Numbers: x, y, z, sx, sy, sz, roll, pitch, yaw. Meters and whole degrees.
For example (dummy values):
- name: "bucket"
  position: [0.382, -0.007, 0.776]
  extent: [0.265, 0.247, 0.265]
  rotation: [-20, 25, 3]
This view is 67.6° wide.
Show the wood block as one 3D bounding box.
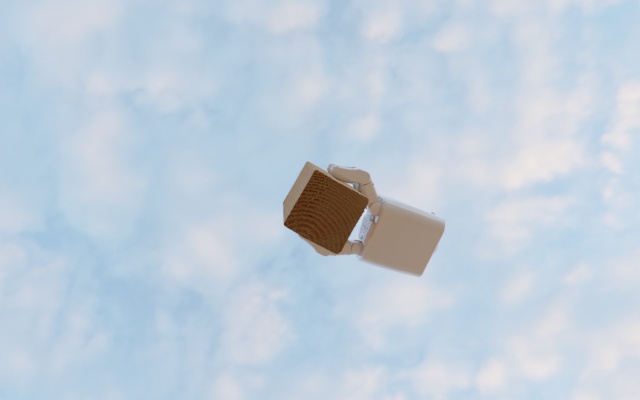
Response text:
- name: "wood block"
  position: [0.000, 0.003, 0.746]
  extent: [0.090, 0.091, 0.206]
  rotation: [29, 4, -8]
